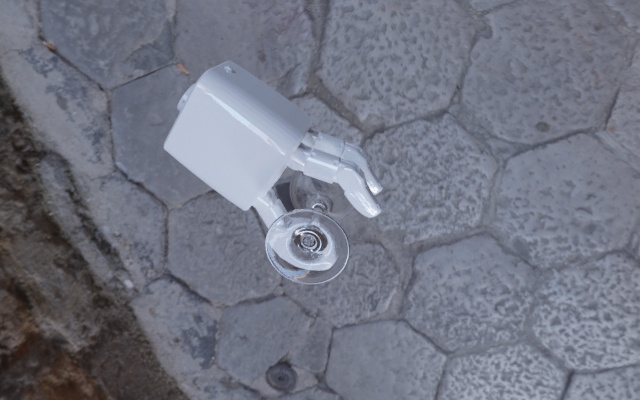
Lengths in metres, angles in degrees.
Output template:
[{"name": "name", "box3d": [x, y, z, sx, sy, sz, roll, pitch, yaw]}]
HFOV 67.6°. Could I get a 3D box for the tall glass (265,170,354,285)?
[{"name": "tall glass", "box3d": [0.000, 0.002, 0.503, 0.079, 0.079, 0.201, 0, 23, 8]}]
